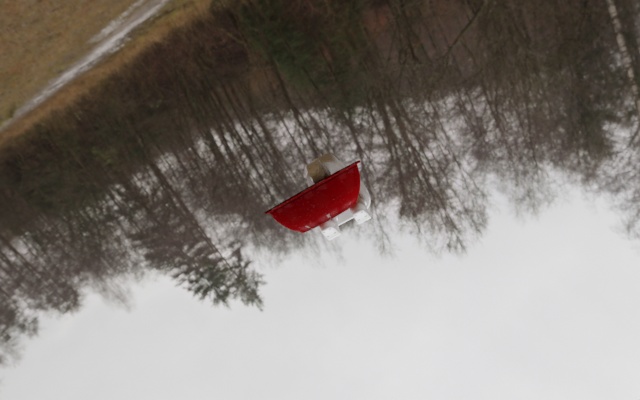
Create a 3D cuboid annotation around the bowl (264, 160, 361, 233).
[{"bbox_3d":[0.000,0.003,0.704,0.162,0.055,0.162,-29,1,0],"label":"bowl"}]
